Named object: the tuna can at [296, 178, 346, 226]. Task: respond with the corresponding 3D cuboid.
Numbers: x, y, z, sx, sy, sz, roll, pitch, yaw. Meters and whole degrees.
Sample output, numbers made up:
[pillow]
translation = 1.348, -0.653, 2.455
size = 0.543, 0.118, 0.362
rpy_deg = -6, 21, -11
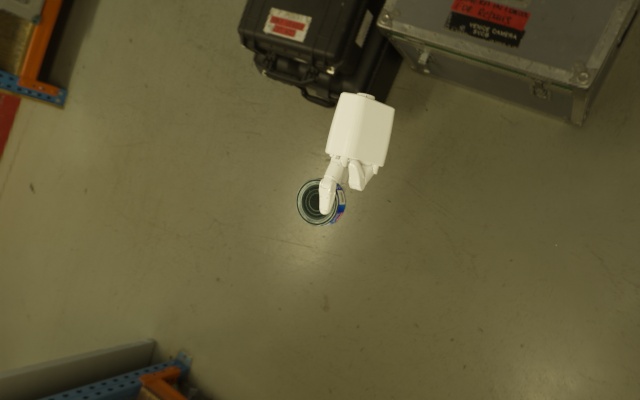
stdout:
[tuna can]
translation = 0.000, 0.003, 0.840
size = 0.086, 0.086, 0.034
rpy_deg = 0, 1, 28
